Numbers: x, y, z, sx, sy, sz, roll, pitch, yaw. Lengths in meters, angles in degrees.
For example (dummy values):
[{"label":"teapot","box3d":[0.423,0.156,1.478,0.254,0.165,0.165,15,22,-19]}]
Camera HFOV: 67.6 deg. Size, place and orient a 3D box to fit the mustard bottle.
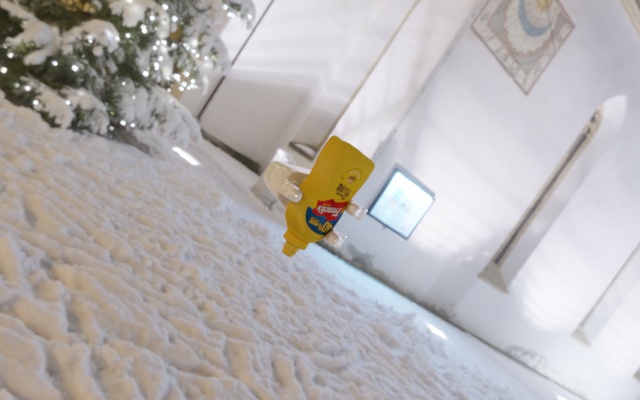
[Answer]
[{"label":"mustard bottle","box3d":[0.000,0.002,0.725,0.058,0.191,0.096,36,4,38]}]
